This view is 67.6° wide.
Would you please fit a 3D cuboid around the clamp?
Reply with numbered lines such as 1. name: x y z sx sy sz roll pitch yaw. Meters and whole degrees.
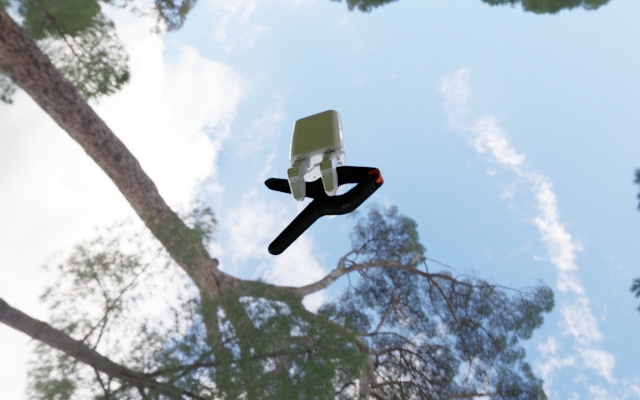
1. clamp: 0.001 0.003 0.772 0.210 0.164 0.036 -15 -42 15
